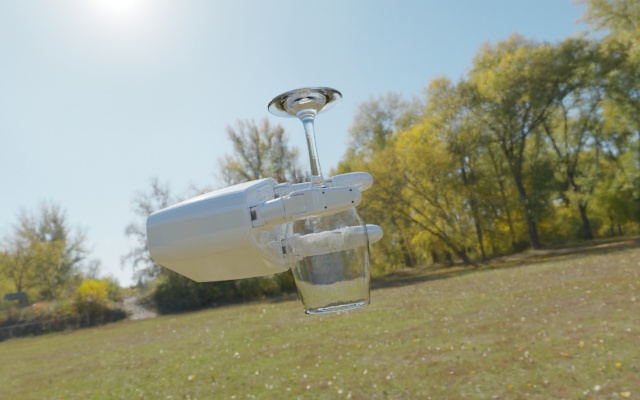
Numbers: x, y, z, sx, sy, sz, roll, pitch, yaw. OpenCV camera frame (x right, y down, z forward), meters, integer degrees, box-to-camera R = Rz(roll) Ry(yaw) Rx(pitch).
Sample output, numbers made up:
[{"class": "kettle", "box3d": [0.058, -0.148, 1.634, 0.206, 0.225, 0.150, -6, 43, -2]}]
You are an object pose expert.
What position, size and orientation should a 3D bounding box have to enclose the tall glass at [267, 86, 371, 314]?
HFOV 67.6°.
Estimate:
[{"class": "tall glass", "box3d": [0.000, 0.001, 0.450, 0.079, 0.201, 0.079, -9, -9, -1]}]
